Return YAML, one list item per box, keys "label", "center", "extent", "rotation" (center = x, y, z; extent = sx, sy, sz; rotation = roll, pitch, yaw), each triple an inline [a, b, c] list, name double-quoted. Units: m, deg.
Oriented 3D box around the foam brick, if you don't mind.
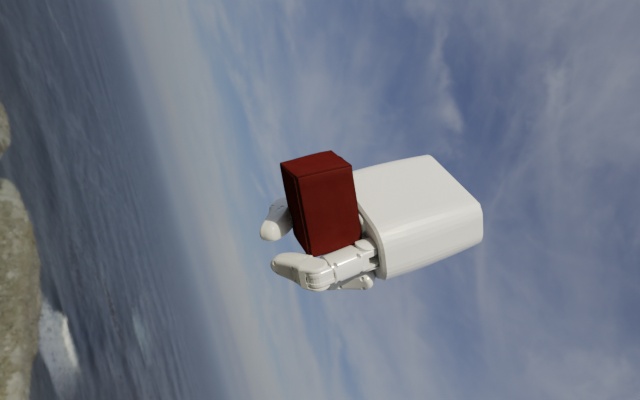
- label: "foam brick"
  center: [0.000, 0.001, 0.426]
  extent: [0.051, 0.078, 0.053]
  rotation: [-16, 25, -14]
